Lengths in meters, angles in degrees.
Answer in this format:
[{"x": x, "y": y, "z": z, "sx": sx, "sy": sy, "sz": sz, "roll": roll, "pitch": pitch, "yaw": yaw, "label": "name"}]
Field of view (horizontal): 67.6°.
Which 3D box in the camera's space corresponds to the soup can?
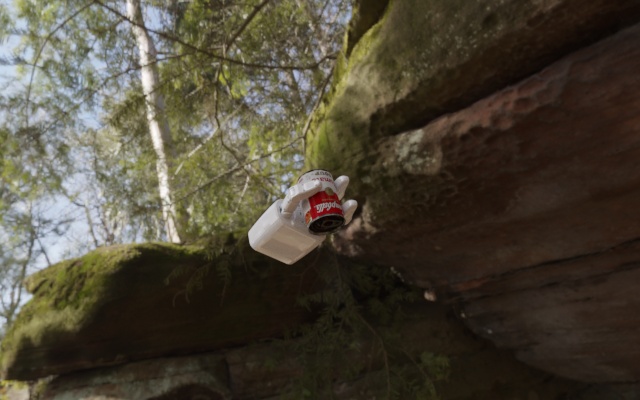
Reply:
[{"x": 0.000, "y": 0.002, "z": 0.858, "sx": 0.068, "sy": 0.102, "sz": 0.069, "roll": -11, "pitch": -33, "yaw": -7, "label": "soup can"}]
